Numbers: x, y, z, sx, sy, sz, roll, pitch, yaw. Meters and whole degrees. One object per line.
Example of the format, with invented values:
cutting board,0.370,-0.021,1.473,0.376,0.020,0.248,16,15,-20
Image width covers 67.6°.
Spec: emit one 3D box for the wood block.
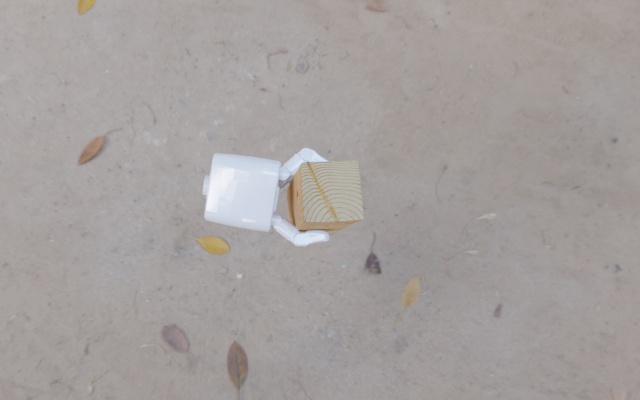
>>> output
wood block,0.000,0.003,0.789,0.090,0.091,0.206,-3,-8,-10
